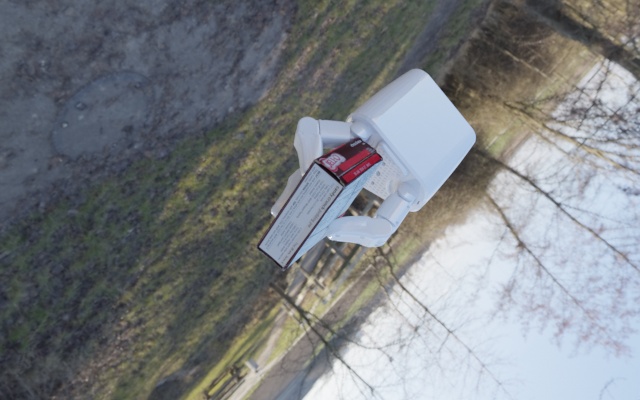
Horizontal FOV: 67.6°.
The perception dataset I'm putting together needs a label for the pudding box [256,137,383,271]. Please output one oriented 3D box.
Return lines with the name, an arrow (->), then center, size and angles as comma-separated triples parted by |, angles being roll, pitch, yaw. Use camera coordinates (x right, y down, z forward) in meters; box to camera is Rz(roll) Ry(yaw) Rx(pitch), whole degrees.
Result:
pudding box -> 0.000, 0.002, 0.436 | 0.039, 0.113, 0.090 | 40, 32, 11
